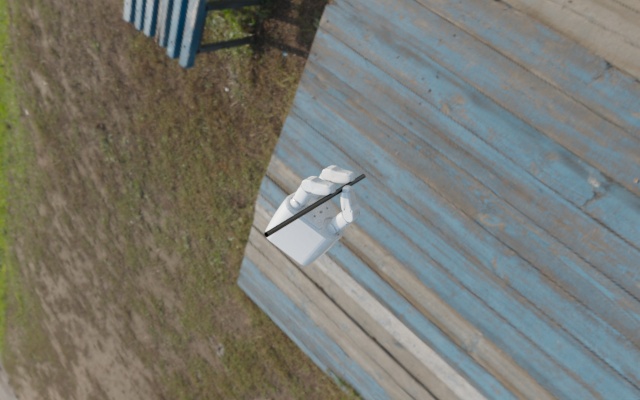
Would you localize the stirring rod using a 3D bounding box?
[{"bbox_3d":[0.000,0.002,0.734,0.011,0.011,0.239,0,22,41],"label":"stirring rod"}]
